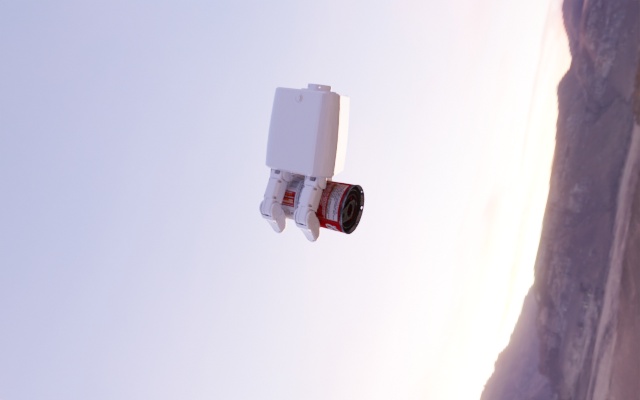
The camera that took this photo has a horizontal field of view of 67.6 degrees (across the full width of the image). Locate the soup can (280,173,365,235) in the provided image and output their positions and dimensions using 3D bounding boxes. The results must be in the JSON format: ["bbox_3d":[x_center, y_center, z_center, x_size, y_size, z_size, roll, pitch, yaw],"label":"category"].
[{"bbox_3d":[0.000,0.003,0.652,0.102,0.068,0.068,13,6,27],"label":"soup can"}]
